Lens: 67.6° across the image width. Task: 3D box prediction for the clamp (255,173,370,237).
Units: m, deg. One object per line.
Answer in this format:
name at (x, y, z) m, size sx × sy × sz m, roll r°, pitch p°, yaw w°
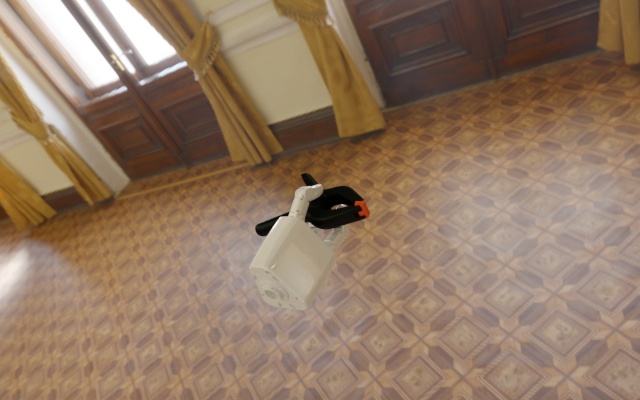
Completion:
clamp at (0.000, 0.002, 0.842) m, size 0.210 × 0.036 × 0.164 m, roll -2°, pitch 41°, yaw 37°
